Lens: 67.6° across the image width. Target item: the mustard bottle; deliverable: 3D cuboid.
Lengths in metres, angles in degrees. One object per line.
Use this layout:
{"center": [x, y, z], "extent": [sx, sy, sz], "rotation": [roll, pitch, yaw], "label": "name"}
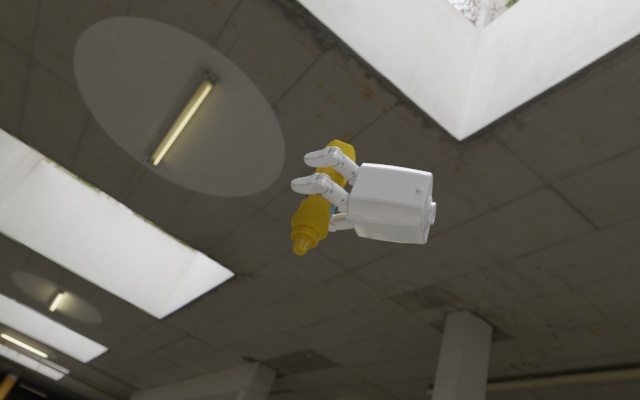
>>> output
{"center": [0.000, 0.002, 0.737], "extent": [0.058, 0.191, 0.096], "rotation": [23, -36, 0], "label": "mustard bottle"}
